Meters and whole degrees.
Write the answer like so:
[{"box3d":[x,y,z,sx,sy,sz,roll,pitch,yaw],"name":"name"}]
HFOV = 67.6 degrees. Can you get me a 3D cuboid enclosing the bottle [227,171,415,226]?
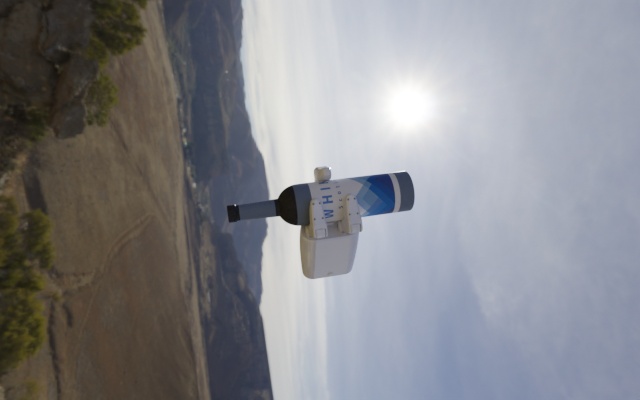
[{"box3d":[0.000,0.002,0.765,0.296,0.069,0.069,-7,1,-10],"name":"bottle"}]
